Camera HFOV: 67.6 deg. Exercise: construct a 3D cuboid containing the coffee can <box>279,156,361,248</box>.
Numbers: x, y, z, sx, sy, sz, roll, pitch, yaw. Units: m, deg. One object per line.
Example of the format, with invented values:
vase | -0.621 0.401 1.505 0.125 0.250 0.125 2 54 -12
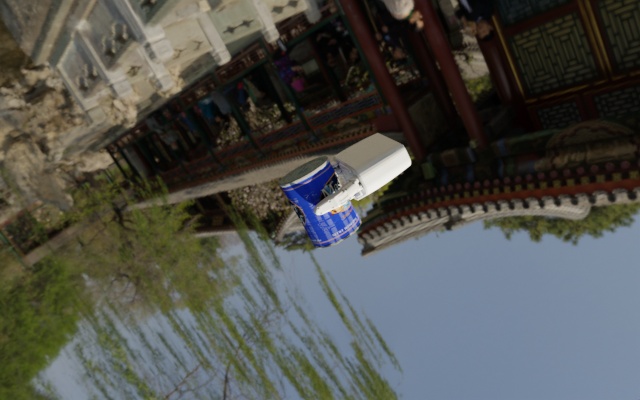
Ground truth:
coffee can | 0.000 0.003 0.892 0.103 0.140 0.102 -26 15 8
